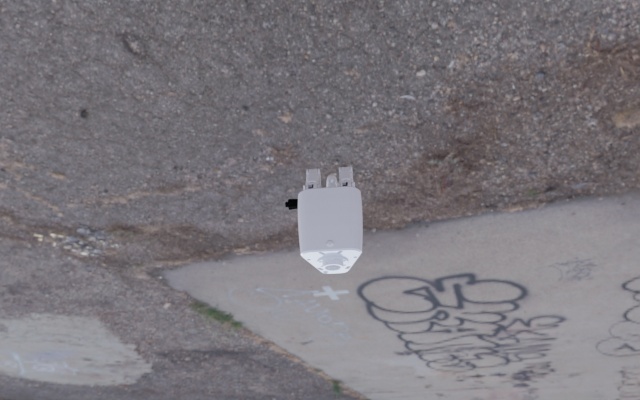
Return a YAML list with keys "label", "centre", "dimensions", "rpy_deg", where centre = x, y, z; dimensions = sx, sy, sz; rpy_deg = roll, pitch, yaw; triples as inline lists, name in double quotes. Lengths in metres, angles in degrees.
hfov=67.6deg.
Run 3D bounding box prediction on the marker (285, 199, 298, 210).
- label: "marker"
  centre: [0.000, 0.003, 0.811]
  dimensions: [0.121, 0.020, 0.020]
  rpy_deg: [-4, 0, 5]
